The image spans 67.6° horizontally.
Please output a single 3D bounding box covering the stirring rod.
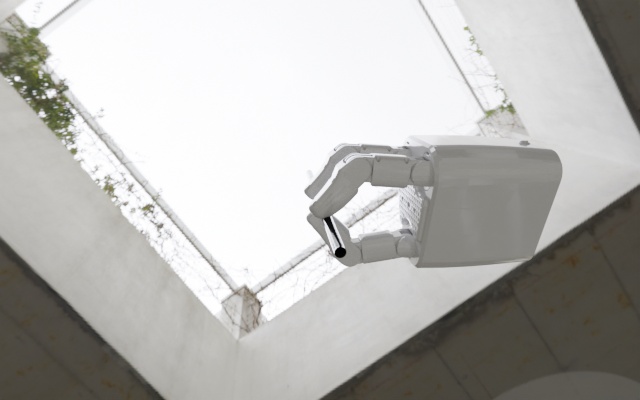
[{"bbox_3d":[0.000,0.001,0.424,0.011,0.011,0.239,0,16,-6],"label":"stirring rod"}]
